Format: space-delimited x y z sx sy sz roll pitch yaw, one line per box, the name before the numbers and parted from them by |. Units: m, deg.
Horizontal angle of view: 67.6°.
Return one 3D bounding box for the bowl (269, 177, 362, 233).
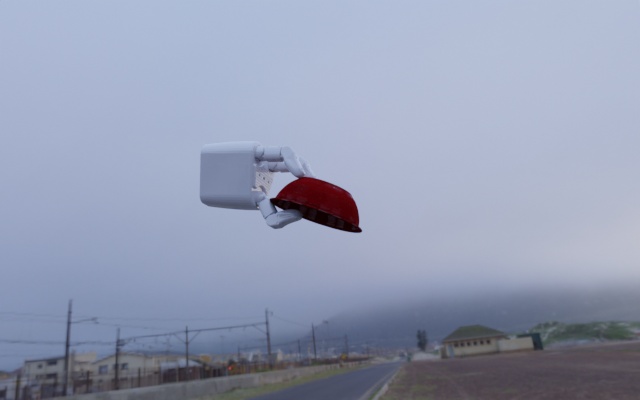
bowl | 0.002 0.003 0.793 0.162 0.055 0.162 19 -9 3
